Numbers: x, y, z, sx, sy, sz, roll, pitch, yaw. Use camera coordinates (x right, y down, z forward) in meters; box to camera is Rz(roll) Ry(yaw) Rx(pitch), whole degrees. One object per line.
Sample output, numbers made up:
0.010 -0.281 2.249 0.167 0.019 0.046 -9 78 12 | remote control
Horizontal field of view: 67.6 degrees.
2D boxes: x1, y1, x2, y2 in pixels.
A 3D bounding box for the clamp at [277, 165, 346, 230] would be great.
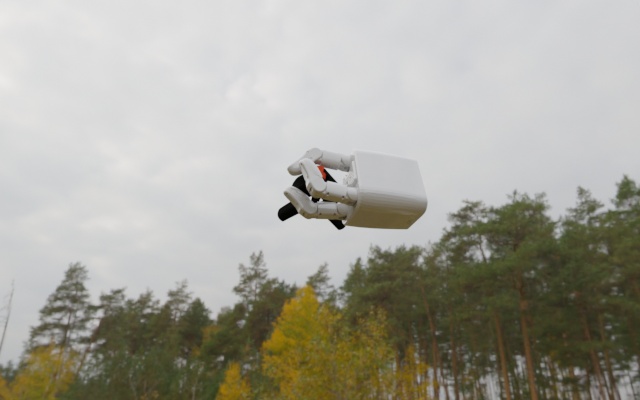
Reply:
0.000 0.002 0.776 0.120 0.039 0.171 8 -26 -11 | clamp
